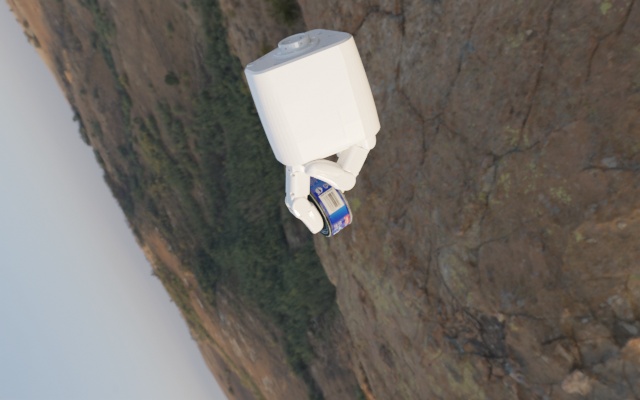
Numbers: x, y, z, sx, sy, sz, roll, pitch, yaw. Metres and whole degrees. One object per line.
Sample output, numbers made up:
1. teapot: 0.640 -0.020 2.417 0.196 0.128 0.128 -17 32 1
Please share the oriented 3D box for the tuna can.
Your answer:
1. tuna can: 0.000 0.002 0.590 0.033 0.086 0.086 -34 11 -16
